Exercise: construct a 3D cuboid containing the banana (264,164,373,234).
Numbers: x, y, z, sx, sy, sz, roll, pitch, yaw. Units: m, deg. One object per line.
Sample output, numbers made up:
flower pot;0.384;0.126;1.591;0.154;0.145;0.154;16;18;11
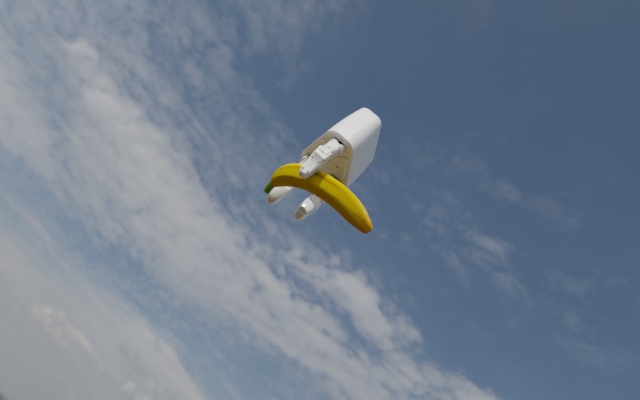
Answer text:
banana;-0.002;-0.014;0.741;0.197;0.070;0.037;23;42;25
